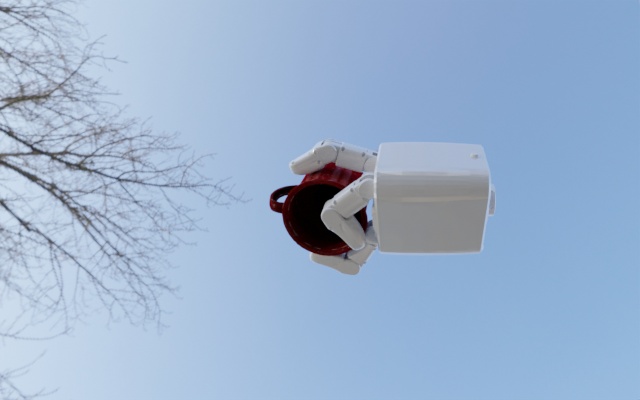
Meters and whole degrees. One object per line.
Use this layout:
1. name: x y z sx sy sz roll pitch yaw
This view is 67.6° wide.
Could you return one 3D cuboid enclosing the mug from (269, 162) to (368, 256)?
1. mug: -0.001 0.002 0.546 0.117 0.093 0.081 3 27 12
